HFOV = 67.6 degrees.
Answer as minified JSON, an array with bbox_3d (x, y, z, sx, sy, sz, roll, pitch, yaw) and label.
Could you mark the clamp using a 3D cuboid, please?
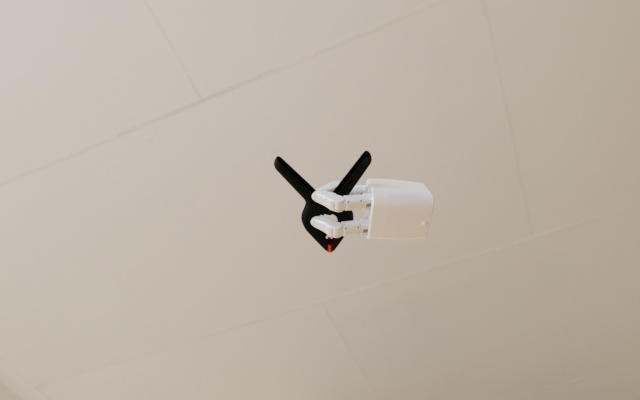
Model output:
[{"bbox_3d":[0.000,0.003,0.854,0.164,0.210,0.036,3,33,0],"label":"clamp"}]
